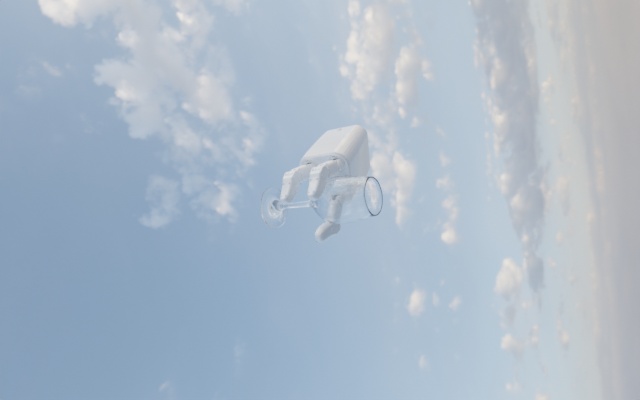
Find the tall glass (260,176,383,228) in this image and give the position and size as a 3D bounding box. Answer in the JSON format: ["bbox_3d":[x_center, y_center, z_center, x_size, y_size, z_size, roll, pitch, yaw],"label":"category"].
[{"bbox_3d":[0.000,0.003,0.792,0.201,0.079,0.079,-6,-4,34],"label":"tall glass"}]
